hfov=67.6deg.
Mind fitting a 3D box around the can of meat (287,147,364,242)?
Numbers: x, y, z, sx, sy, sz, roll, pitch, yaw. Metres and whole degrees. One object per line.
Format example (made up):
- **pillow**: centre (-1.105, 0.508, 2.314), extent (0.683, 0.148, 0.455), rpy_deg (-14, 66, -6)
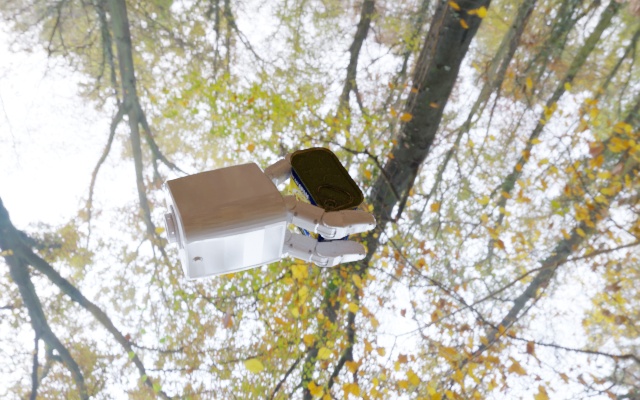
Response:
- **can of meat**: centre (0.000, 0.002, 0.564), extent (0.057, 0.102, 0.084), rpy_deg (-15, -38, -25)
